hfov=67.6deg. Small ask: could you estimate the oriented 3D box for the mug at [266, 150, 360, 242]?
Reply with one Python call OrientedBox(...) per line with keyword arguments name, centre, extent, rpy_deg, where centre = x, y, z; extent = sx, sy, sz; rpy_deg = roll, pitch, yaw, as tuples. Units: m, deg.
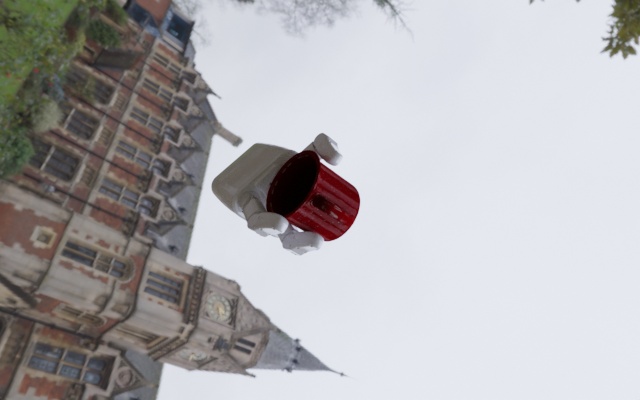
OrientedBox(name="mug", centre=(0.001, 0.002, 0.571), extent=(0.081, 0.093, 0.117), rpy_deg=(33, -3, -34))
